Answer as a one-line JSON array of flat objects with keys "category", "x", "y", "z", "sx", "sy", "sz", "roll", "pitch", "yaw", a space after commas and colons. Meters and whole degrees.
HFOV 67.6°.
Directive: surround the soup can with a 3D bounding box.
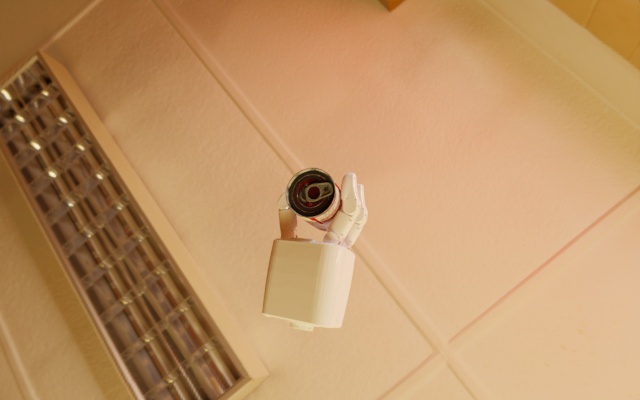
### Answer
[{"category": "soup can", "x": 0.000, "y": 0.002, "z": 0.665, "sx": 0.068, "sy": 0.068, "sz": 0.102, "roll": 0, "pitch": -15, "yaw": 16}]
